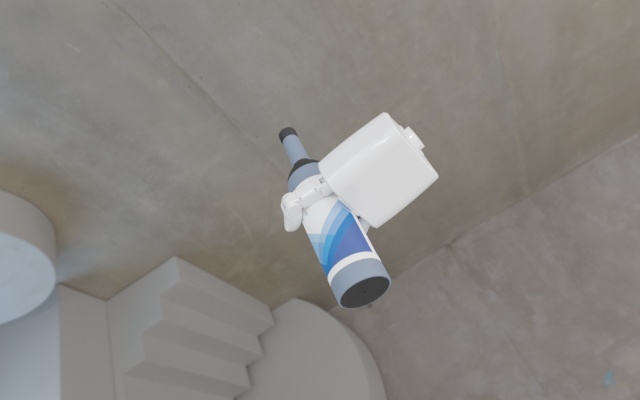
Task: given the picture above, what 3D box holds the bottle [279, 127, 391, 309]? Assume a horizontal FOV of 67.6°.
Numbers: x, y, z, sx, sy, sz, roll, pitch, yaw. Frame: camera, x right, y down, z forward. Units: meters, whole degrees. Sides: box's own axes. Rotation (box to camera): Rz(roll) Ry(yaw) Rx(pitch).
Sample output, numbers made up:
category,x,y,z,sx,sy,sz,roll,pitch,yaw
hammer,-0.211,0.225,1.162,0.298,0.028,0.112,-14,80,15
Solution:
category,x,y,z,sx,sy,sz,roll,pitch,yaw
bottle,0.000,0.002,0.638,0.069,0.295,0.069,-16,-39,-13
